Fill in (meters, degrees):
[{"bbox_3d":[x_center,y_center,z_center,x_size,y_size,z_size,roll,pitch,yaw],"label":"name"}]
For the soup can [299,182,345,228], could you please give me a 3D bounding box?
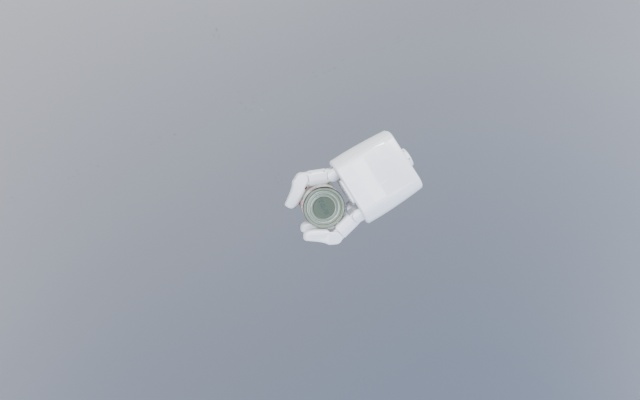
[{"bbox_3d":[0.000,0.003,0.784,0.068,0.068,0.102,0,11,-7],"label":"soup can"}]
